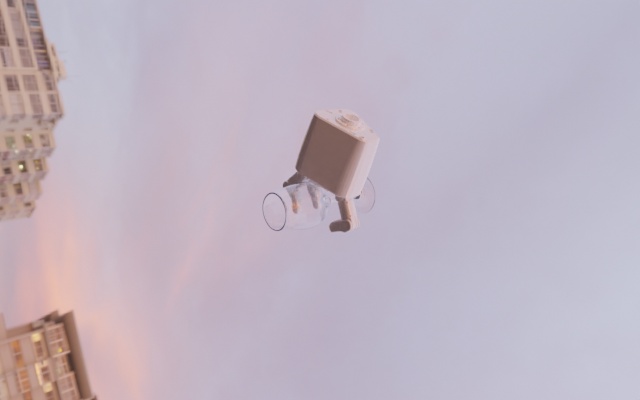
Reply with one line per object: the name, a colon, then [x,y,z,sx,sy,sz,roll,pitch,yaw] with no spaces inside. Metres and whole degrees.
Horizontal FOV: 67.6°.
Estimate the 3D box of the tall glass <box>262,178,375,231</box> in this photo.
tall glass: [0.001,0.003,0.813,0.201,0.079,0.079,-12,8,-41]
